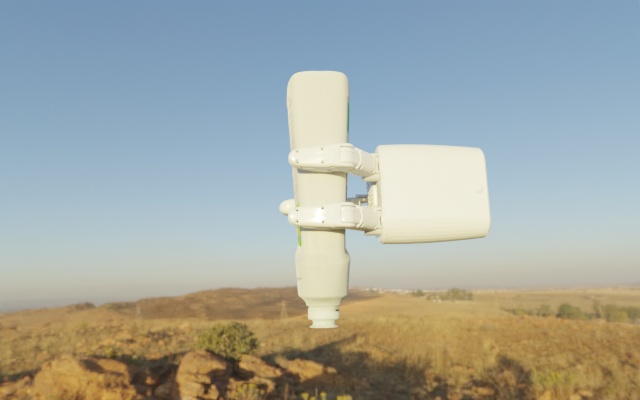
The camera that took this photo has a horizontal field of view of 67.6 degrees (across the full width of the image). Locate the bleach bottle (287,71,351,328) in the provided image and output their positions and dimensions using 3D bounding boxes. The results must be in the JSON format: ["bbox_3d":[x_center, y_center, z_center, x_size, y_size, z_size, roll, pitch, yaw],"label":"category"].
[{"bbox_3d":[0.000,0.002,0.496,0.068,0.250,0.102,-1,-10,-2],"label":"bleach bottle"}]
